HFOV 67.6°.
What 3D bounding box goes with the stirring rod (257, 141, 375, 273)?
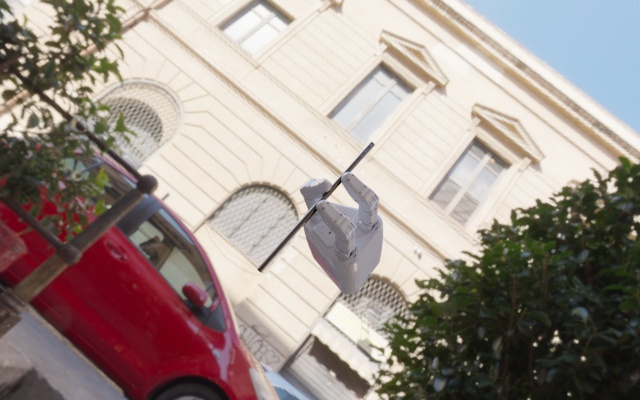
[{"bbox_3d":[0.000,0.002,0.616,0.239,0.011,0.011,-48,25,-25],"label":"stirring rod"}]
